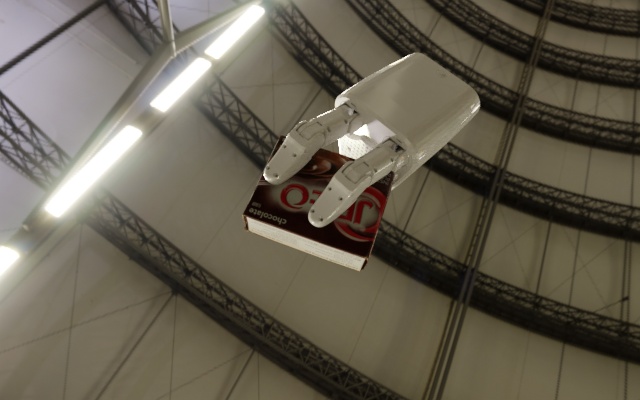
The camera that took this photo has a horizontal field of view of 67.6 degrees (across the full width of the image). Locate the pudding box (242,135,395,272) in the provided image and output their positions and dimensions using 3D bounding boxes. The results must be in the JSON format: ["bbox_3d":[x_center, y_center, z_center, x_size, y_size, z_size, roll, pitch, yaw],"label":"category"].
[{"bbox_3d":[0.000,0.001,0.424,0.113,0.090,0.039,17,-30,6],"label":"pudding box"}]
